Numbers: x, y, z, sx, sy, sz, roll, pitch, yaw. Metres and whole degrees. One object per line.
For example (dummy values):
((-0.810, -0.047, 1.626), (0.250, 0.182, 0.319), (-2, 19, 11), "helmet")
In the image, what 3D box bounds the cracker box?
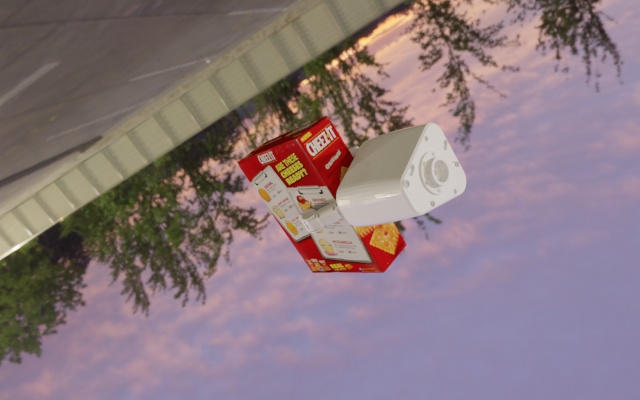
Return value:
((0.000, 0.002, 0.678), (0.072, 0.214, 0.164), (-43, 18, -33), "cracker box")
